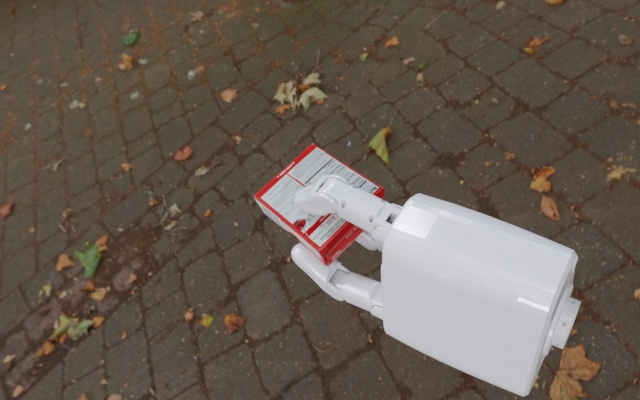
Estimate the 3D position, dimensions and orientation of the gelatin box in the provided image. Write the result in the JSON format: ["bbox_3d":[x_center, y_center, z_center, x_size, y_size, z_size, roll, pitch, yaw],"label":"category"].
[{"bbox_3d":[0.000,0.001,0.403,0.089,0.073,0.030,37,-17,33],"label":"gelatin box"}]
